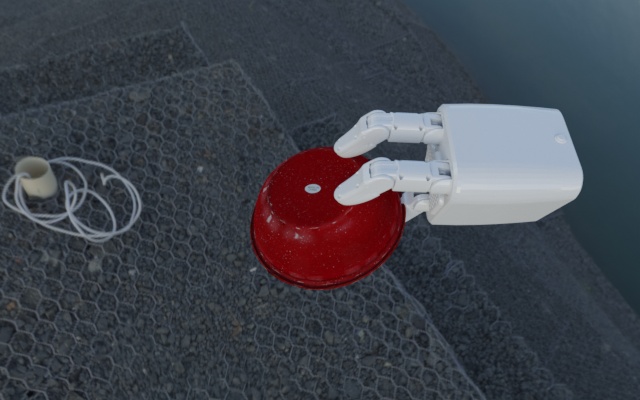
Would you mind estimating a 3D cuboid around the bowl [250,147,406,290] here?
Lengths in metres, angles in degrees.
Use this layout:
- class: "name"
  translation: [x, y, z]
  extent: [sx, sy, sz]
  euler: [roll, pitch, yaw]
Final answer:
- class: "bowl"
  translation: [-0.001, 0.002, 0.464]
  extent: [0.162, 0.162, 0.055]
  euler: [0, -33, 15]
